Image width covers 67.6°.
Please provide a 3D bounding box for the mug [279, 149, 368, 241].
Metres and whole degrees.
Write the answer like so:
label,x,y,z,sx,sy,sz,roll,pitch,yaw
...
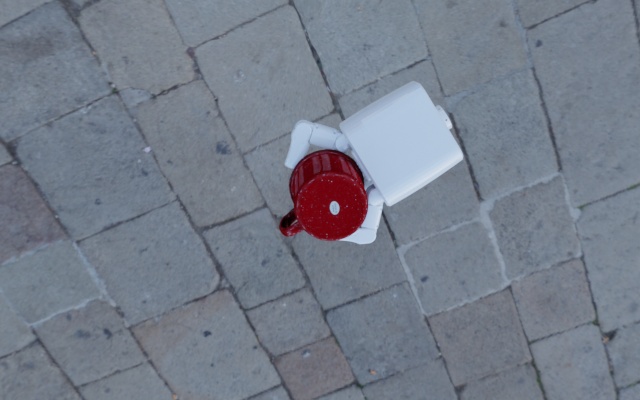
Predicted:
label,x,y,z,sx,sy,sz,roll,pitch,yaw
mug,-0.001,0.003,0.550,0.117,0.093,0.081,-34,17,8
